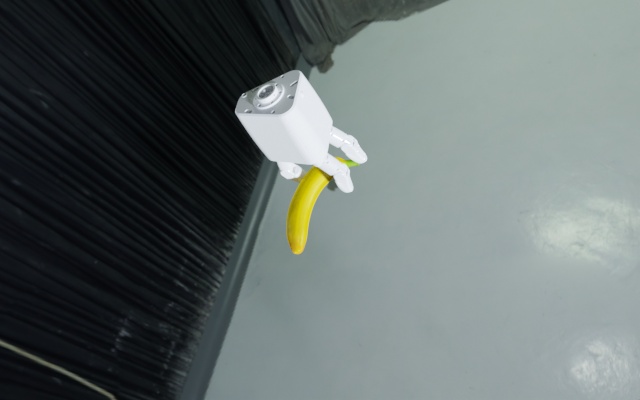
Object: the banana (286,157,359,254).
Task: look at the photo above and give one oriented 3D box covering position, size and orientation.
[{"bbox_3d":[-0.013,-0.005,0.789,0.069,0.197,0.037,19,-23,35],"label":"banana"}]
